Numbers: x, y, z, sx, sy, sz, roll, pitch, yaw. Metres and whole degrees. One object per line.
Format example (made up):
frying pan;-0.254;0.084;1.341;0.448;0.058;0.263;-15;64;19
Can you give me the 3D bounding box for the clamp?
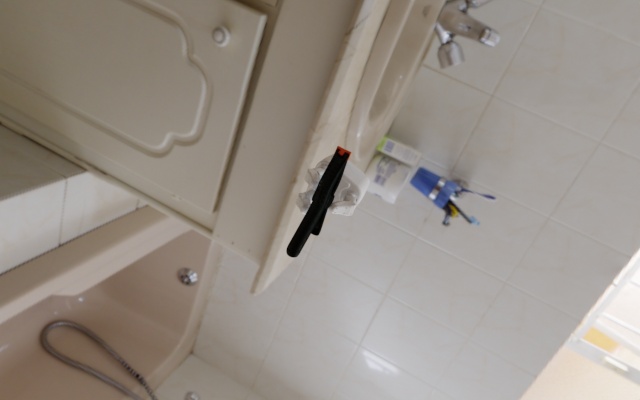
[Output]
clamp;0.001;0.003;0.878;0.036;0.210;0.164;26;23;7
